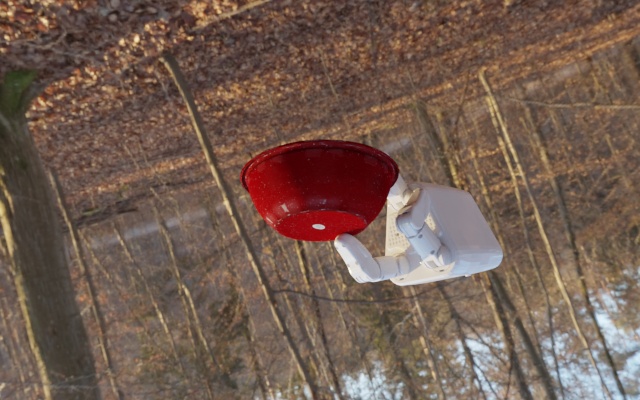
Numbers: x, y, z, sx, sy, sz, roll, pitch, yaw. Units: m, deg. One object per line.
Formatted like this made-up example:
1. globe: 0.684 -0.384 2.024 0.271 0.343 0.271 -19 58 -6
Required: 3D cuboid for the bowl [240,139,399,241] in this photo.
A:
1. bowl: -0.001 0.002 0.480 0.162 0.055 0.162 -1 -23 -1
